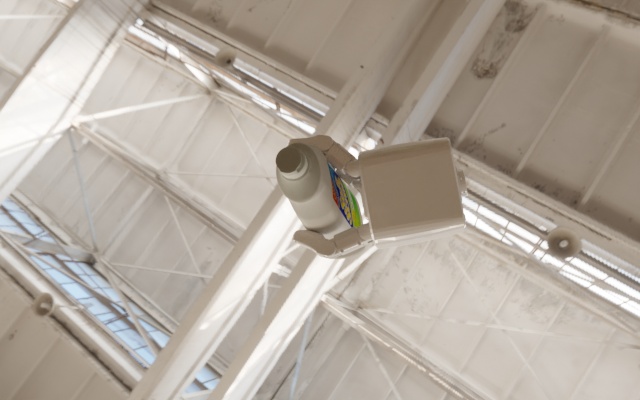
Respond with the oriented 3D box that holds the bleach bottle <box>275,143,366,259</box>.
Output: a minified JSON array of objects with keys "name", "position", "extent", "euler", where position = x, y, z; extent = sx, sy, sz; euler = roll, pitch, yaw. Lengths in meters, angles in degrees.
[{"name":"bleach bottle","position":[0.000,0.002,0.593],"extent":[0.068,0.102,0.251],"euler":[-12,-19,11]}]
